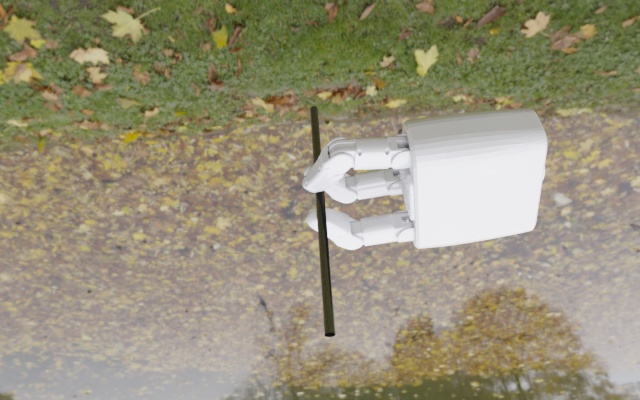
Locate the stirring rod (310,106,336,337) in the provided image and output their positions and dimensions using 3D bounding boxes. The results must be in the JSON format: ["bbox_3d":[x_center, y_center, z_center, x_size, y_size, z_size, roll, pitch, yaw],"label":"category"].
[{"bbox_3d":[0.000,0.001,0.415,0.011,0.239,0.011,-3,-38,-2],"label":"stirring rod"}]
